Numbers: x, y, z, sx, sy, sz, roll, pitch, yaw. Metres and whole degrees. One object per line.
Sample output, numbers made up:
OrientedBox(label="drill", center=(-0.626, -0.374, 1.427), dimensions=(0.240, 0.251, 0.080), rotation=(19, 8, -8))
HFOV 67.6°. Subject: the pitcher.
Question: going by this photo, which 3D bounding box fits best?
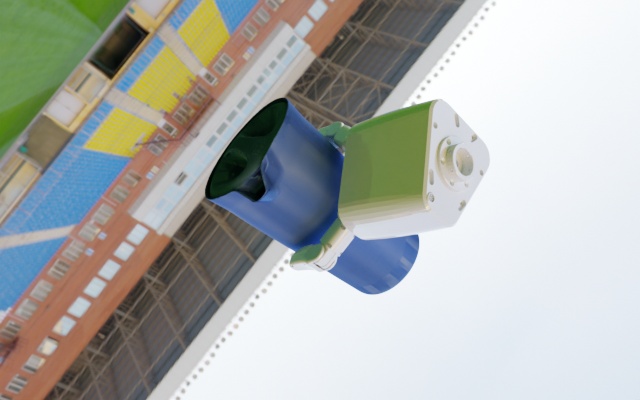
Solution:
OrientedBox(label="pitcher", center=(0.000, 0.002, 0.558), dimensions=(0.243, 0.149, 0.145), rotation=(39, -28, -27))
